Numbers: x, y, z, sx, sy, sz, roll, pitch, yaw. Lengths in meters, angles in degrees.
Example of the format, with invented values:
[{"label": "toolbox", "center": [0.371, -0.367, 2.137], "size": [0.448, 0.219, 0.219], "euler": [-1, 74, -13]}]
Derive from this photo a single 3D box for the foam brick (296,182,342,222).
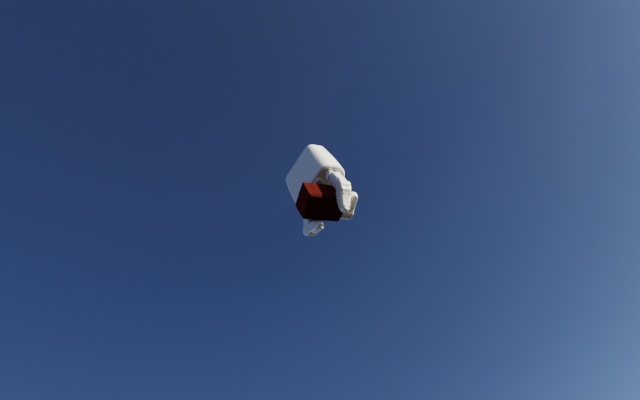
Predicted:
[{"label": "foam brick", "center": [0.000, 0.003, 0.898], "size": [0.078, 0.053, 0.051], "euler": [6, 28, -26]}]
